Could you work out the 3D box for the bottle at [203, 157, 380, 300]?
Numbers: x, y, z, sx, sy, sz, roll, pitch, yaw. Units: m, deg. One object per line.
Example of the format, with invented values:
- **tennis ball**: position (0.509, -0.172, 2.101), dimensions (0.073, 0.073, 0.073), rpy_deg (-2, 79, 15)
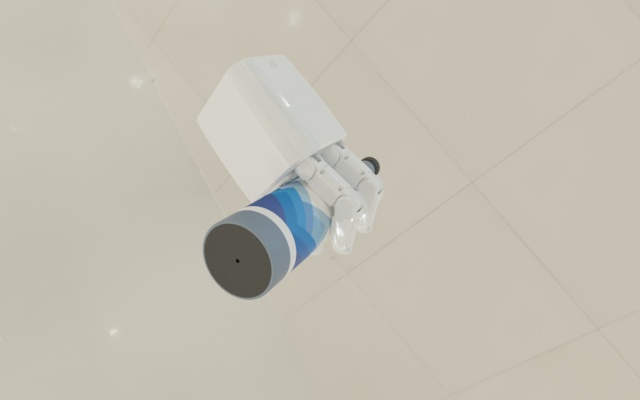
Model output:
- **bottle**: position (0.000, 0.002, 0.487), dimensions (0.069, 0.069, 0.295), rpy_deg (0, 18, 27)
